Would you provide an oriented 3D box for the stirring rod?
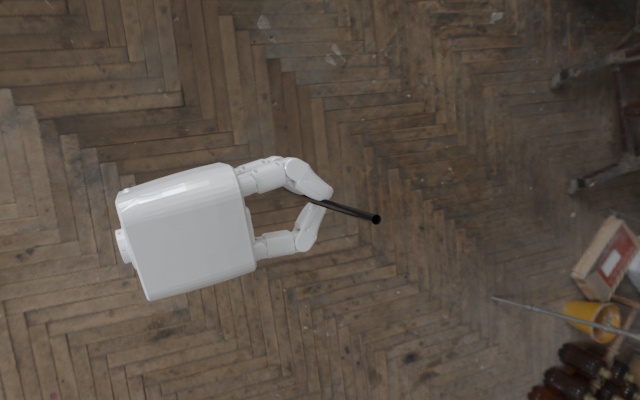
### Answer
[{"bbox_3d":[0.000,0.002,0.480,0.011,0.011,0.239,0,6,-21],"label":"stirring rod"}]
